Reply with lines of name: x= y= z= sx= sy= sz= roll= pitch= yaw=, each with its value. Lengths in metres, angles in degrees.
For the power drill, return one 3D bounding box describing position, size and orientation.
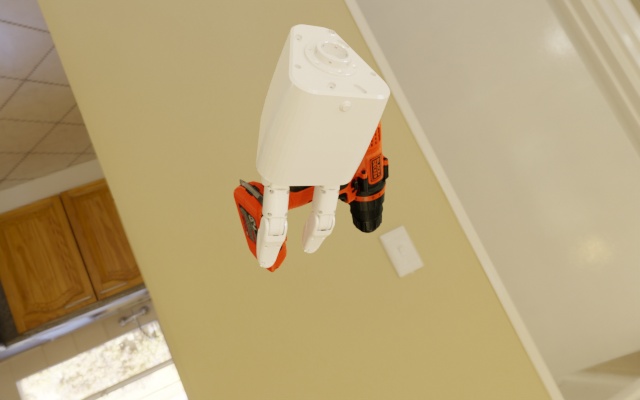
power drill: x=0.000 y=0.002 z=0.558 sx=0.187 sy=0.185 sz=0.057 roll=-32 pitch=45 yaw=-24
